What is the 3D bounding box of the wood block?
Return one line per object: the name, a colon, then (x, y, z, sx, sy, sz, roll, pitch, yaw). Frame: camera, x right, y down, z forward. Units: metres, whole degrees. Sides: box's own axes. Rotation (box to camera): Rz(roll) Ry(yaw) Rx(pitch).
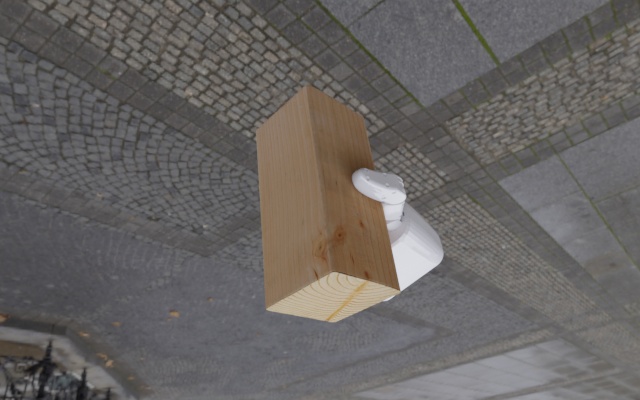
wood block: (0.001, 0.002, 0.474, 0.090, 0.206, 0.091, 22, -43, -39)
